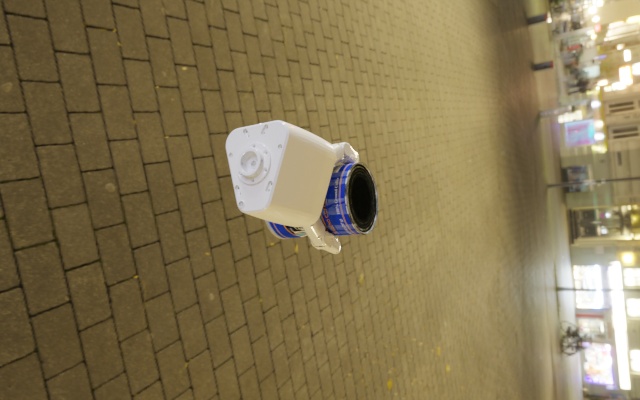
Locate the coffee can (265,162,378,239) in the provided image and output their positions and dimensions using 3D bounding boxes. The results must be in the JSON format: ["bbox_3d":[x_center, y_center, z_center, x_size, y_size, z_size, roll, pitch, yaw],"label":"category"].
[{"bbox_3d":[0.000,0.002,0.700,0.140,0.103,0.103,-5,-3,30],"label":"coffee can"}]
